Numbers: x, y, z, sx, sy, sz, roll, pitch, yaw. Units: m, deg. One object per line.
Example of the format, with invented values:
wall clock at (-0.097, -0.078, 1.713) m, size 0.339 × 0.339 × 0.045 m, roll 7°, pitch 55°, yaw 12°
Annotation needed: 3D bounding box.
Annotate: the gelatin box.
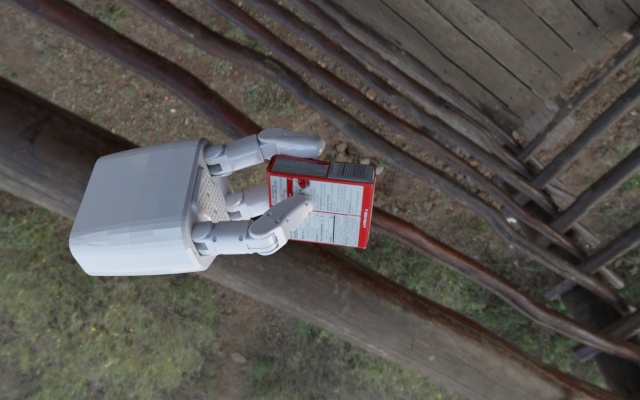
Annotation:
gelatin box at (0.000, 0.002, 0.410) m, size 0.089 × 0.073 × 0.030 m, roll 7°, pitch 40°, yaw 6°
